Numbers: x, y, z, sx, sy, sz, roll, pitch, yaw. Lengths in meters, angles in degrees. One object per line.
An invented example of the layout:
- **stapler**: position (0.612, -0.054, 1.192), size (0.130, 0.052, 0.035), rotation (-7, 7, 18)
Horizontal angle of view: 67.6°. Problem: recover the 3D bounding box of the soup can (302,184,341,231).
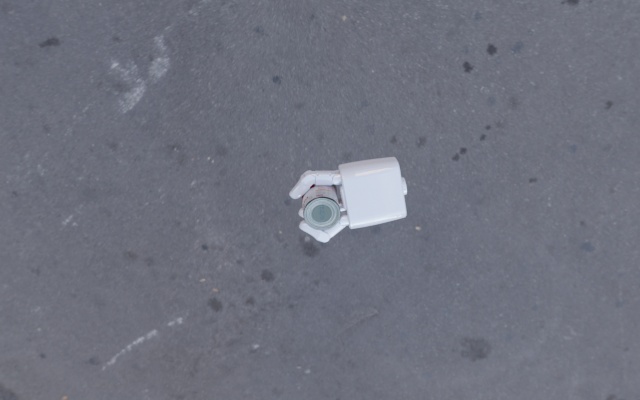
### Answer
- **soup can**: position (0.000, 0.003, 0.874), size (0.068, 0.068, 0.102), rotation (0, 26, -4)
